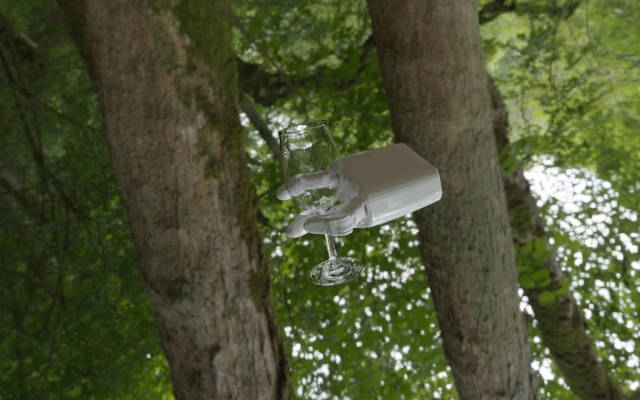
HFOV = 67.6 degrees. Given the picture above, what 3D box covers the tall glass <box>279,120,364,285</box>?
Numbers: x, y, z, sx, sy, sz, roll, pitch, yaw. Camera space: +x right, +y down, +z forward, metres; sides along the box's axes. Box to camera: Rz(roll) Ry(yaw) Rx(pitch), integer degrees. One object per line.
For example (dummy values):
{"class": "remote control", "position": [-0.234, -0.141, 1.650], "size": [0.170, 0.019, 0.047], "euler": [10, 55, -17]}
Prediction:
{"class": "tall glass", "position": [0.000, 0.003, 0.611], "size": [0.079, 0.201, 0.079], "euler": [-12, 17, 4]}
